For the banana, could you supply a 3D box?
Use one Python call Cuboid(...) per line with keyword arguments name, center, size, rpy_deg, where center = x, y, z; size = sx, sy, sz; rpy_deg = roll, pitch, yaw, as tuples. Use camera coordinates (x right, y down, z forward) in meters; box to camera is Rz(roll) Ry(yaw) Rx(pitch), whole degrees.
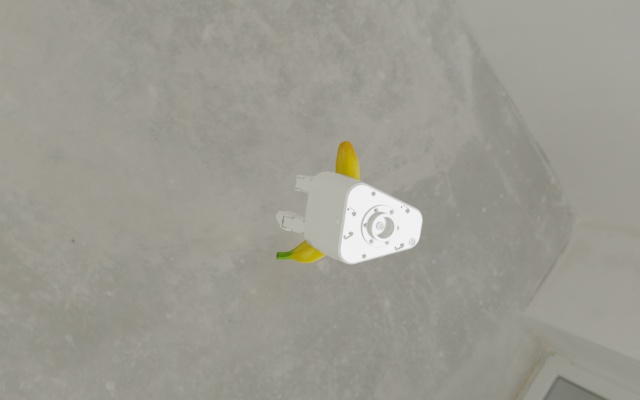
Cuboid(name="banana", center=(0.014, 0.014, 0.682), size=(0.069, 0.198, 0.037), rpy_deg=(30, 0, -15))
